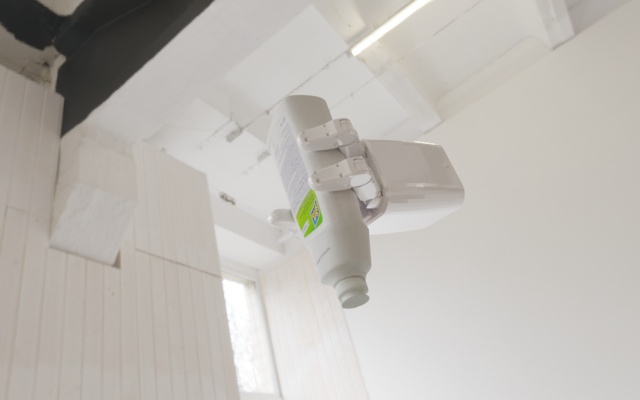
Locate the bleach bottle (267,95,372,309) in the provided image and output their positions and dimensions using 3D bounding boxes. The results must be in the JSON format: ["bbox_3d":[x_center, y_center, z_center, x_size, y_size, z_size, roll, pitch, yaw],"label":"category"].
[{"bbox_3d":[0.000,0.002,0.525,0.068,0.250,0.103,-1,-37,-22],"label":"bleach bottle"}]
